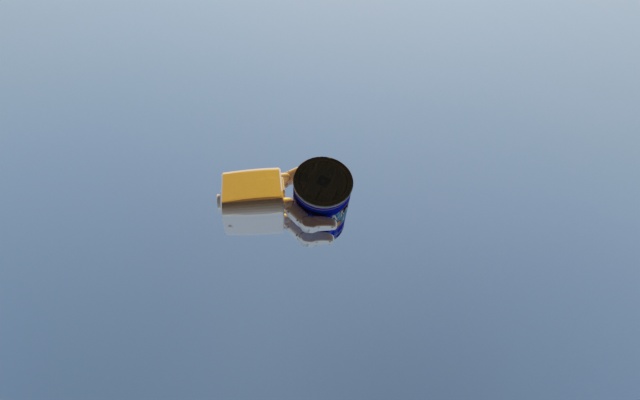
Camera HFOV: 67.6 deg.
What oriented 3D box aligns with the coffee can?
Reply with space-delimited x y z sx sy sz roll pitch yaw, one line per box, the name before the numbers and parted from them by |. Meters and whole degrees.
coffee can | 0.000 0.003 0.862 0.103 0.102 0.140 0 -32 -4
